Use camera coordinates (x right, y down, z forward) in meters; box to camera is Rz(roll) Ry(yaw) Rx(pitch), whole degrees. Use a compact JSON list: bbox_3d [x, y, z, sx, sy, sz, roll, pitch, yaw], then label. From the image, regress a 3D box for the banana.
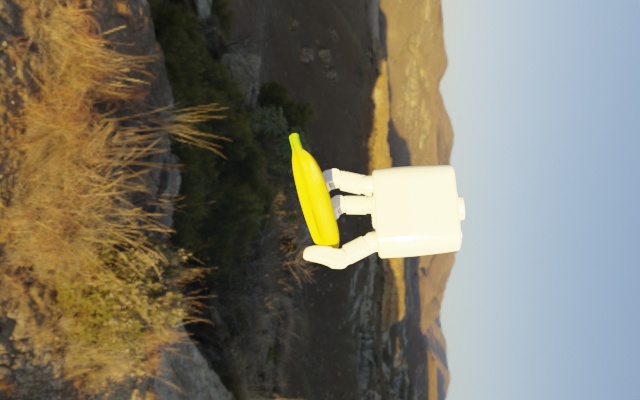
[{"bbox_3d":[-0.001,0.011,0.623,0.037,0.198,0.069,-10,36,8],"label":"banana"}]
